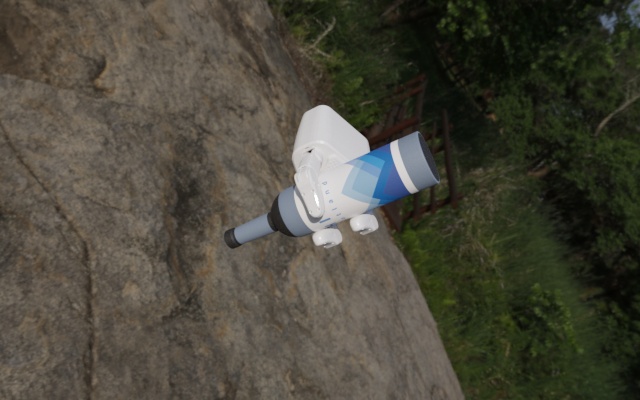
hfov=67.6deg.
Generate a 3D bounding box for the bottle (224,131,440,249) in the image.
[{"bbox_3d":[0.000,0.002,0.612,0.296,0.069,0.069,-23,-9,21],"label":"bottle"}]
